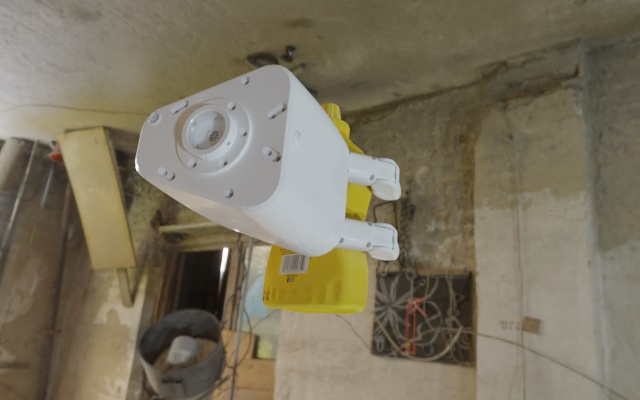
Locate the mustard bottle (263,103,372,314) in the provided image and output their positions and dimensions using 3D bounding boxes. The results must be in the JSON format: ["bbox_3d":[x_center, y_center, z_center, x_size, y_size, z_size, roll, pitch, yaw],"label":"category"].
[{"bbox_3d":[0.000,0.002,0.427,0.096,0.191,0.058,-11,-23,42],"label":"mustard bottle"}]
